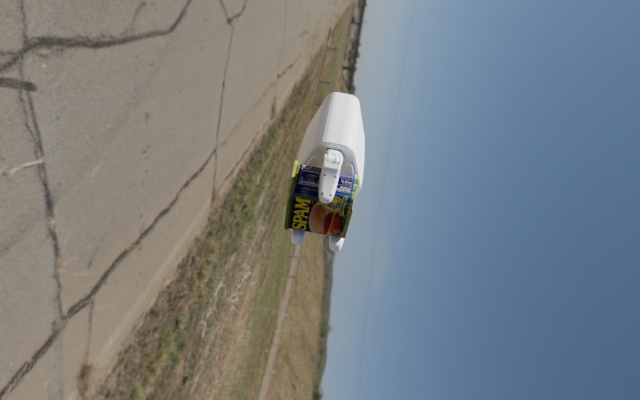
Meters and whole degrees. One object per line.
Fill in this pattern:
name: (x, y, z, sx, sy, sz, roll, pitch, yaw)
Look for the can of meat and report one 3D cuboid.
can of meat: (0.000, 0.002, 0.628, 0.084, 0.057, 0.102, 11, -38, 0)
